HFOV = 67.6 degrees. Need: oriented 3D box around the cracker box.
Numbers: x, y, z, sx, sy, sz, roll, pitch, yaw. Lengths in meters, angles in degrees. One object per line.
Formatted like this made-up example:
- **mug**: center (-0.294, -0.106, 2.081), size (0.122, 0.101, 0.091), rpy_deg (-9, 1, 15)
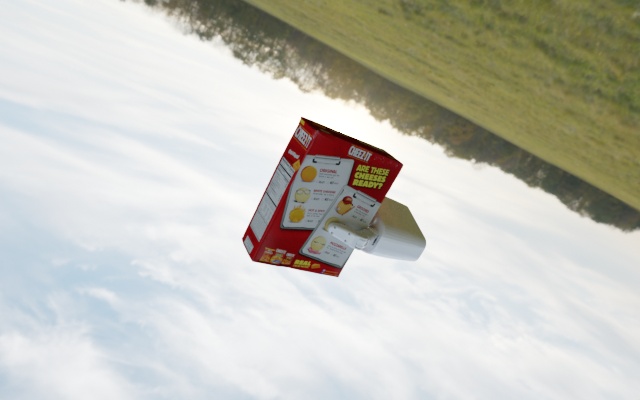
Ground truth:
- **cracker box**: center (0.000, 0.003, 0.719), size (0.164, 0.214, 0.072), rpy_deg (16, 20, -34)
